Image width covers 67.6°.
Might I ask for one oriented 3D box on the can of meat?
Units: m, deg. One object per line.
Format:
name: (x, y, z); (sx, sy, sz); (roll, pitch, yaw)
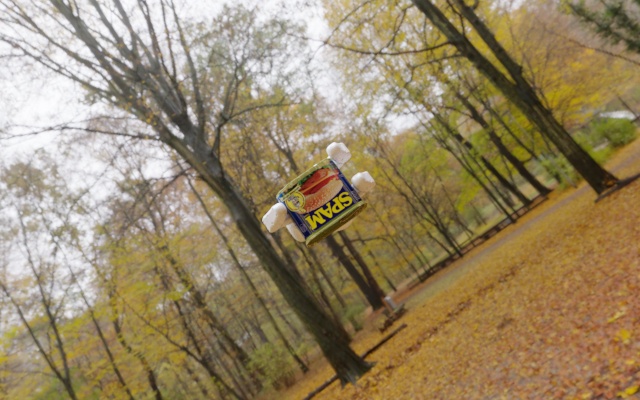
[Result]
can of meat: (0.000, 0.002, 0.671); (0.102, 0.084, 0.057); (-34, -13, -5)
